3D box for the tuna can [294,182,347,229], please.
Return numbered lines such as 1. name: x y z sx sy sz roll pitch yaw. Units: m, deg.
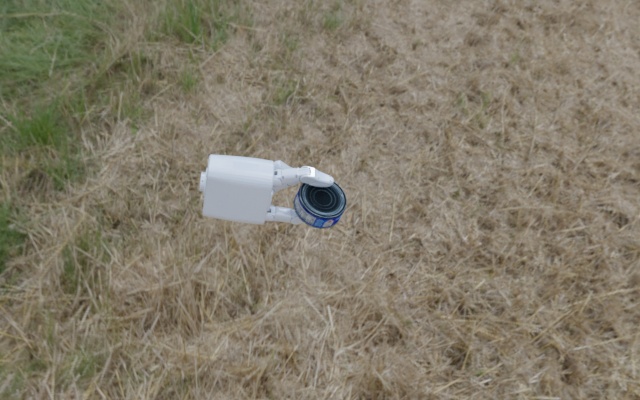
1. tuna can: 0.000 0.002 0.802 0.086 0.086 0.034 0 -34 -21
